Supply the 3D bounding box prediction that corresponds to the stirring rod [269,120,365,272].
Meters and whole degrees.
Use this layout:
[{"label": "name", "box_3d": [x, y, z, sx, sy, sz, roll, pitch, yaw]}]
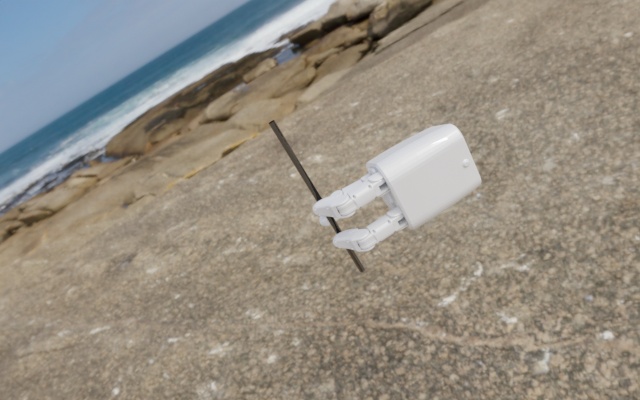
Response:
[{"label": "stirring rod", "box_3d": [0.000, 0.002, 0.606, 0.011, 0.240, 0.011, -26, 25, 13]}]
